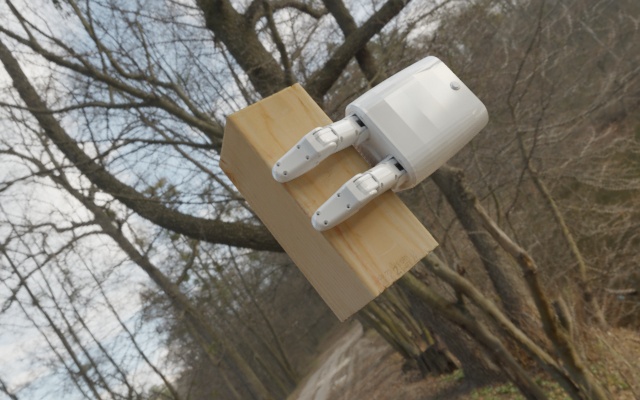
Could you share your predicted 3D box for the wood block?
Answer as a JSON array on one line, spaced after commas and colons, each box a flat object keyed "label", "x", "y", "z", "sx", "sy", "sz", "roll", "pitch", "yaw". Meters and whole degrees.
[{"label": "wood block", "x": 0.000, "y": 0.001, "z": 0.466, "sx": 0.090, "sy": 0.206, "sz": 0.091, "roll": -33, "pitch": -13, "yaw": -28}]
